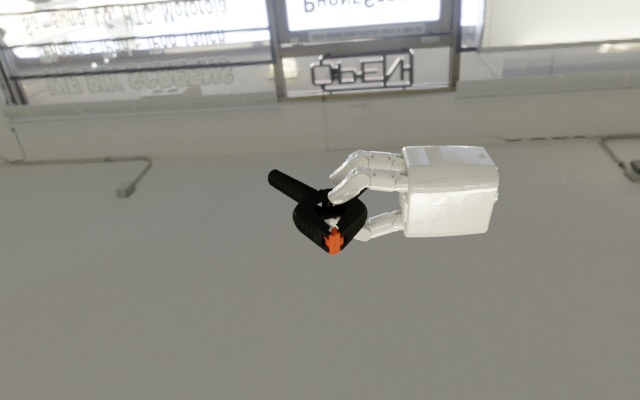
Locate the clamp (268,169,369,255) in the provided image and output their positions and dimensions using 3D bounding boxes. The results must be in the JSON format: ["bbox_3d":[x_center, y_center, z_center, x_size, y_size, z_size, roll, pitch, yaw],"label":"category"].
[{"bbox_3d":[0.000,0.003,0.636,0.164,0.036,0.210,-1,28,4],"label":"clamp"}]
